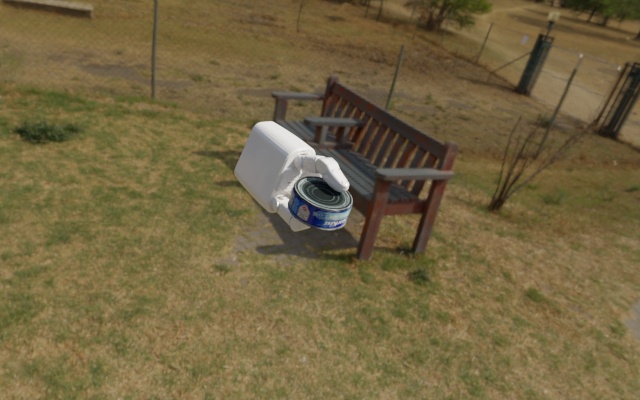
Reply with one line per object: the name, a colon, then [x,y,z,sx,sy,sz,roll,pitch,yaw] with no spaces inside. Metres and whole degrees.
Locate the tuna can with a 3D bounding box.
tuna can: [0.000,0.002,0.656,0.086,0.034,0.086,15,30,-9]
